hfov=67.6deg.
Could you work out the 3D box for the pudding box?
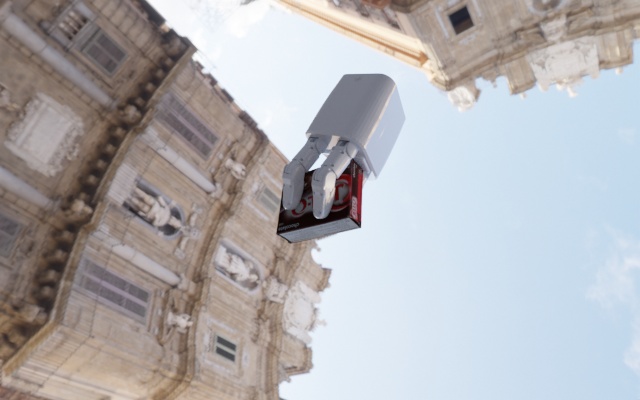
[{"bbox_3d":[0.000,0.002,0.629,0.113,0.090,0.039,-17,-39,30],"label":"pudding box"}]
